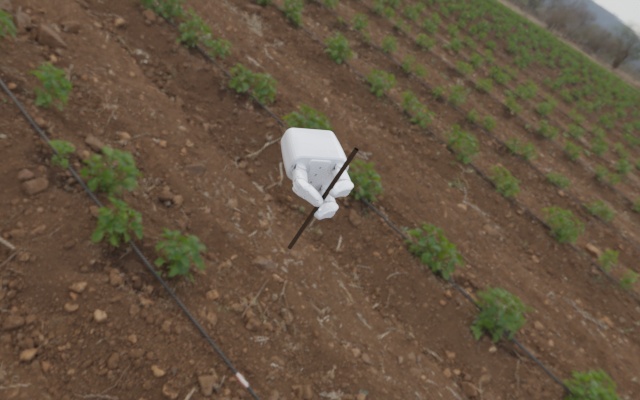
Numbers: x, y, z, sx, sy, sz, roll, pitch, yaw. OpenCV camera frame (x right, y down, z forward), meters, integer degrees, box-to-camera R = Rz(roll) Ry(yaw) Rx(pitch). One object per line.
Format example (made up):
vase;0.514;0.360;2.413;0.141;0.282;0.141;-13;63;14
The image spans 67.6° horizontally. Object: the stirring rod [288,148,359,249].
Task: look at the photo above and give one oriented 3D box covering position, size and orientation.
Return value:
stirring rod;0.000;0.003;0.834;0.011;0.240;0.011;24;32;-16
